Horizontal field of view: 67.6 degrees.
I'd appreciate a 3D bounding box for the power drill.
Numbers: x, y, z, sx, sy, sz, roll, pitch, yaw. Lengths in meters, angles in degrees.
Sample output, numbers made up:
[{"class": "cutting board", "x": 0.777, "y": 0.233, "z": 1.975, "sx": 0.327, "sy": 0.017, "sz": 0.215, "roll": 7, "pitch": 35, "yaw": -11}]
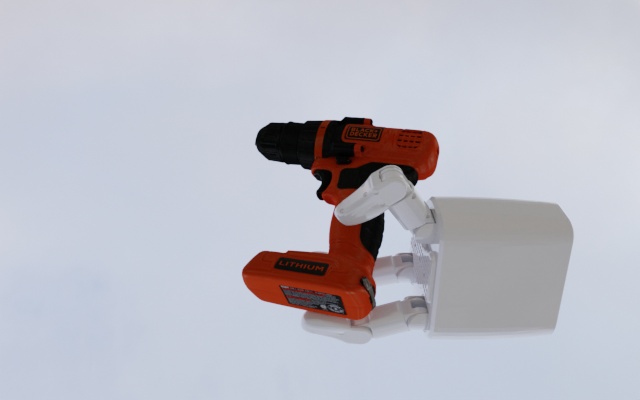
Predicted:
[{"class": "power drill", "x": 0.000, "y": 0.002, "z": 0.426, "sx": 0.184, "sy": 0.187, "sz": 0.057, "roll": 6, "pitch": -34, "yaw": 22}]
